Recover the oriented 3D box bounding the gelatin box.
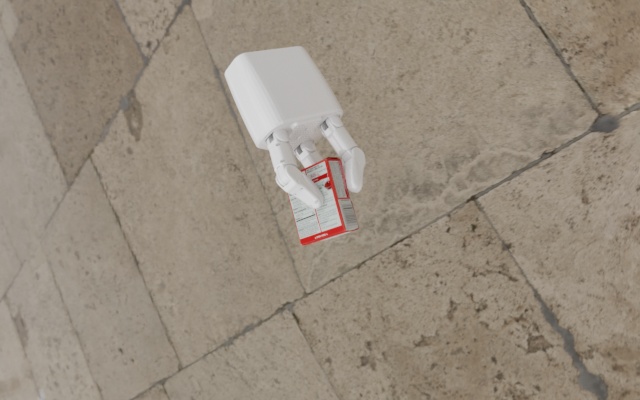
[{"bbox_3d":[0.000,0.002,0.566,0.073,0.089,0.030,-22,-11,39],"label":"gelatin box"}]
